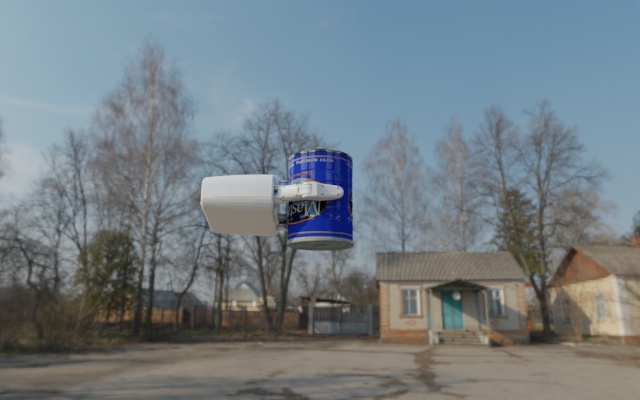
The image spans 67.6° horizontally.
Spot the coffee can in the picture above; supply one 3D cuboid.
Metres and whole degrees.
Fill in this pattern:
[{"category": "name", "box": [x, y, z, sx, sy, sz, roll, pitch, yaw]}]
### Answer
[{"category": "coffee can", "box": [0.000, 0.003, 0.747, 0.103, 0.140, 0.103, 0, -14, 0]}]
